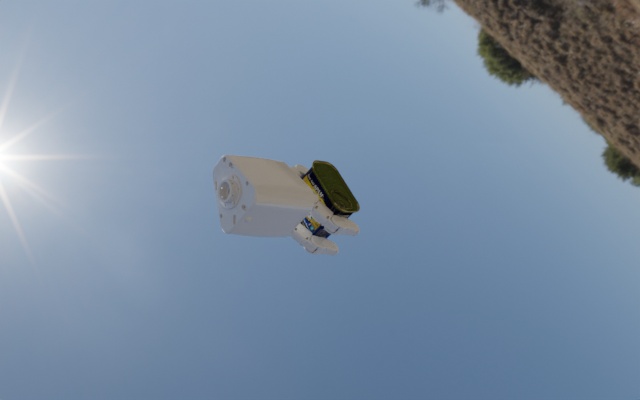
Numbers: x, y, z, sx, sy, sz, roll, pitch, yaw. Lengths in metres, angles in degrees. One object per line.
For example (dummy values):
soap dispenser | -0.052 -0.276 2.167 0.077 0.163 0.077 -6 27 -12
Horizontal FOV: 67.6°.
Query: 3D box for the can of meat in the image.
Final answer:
can of meat | 0.000 0.003 0.755 0.057 0.102 0.084 1 -39 -49
